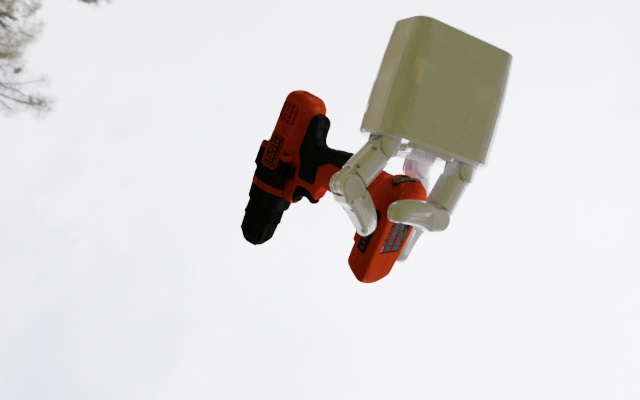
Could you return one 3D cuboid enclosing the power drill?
[{"bbox_3d":[0.001,0.002,0.488,0.187,0.184,0.057,35,24,32],"label":"power drill"}]
